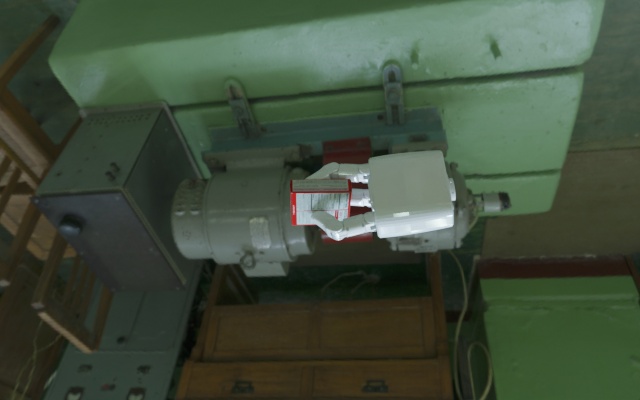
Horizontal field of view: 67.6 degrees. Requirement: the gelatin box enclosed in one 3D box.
[{"bbox_3d":[0.000,0.003,0.706,0.089,0.030,0.073,-2,-42,-3],"label":"gelatin box"}]
